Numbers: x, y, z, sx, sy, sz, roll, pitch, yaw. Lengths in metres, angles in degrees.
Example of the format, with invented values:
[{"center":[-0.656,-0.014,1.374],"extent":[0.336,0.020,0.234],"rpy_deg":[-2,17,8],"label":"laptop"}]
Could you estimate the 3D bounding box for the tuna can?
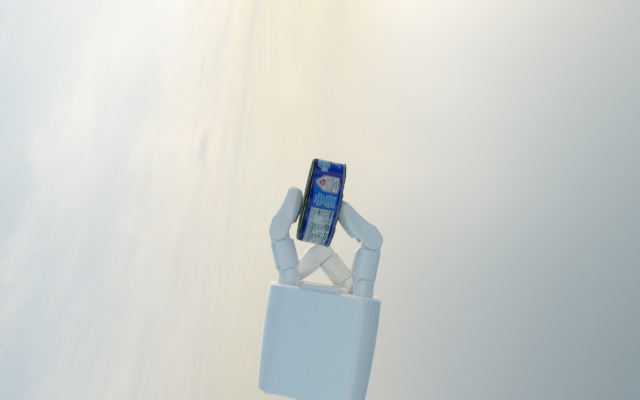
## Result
[{"center":[0.000,0.001,0.478],"extent":[0.034,0.086,0.086],"rpy_deg":[12,-1,-4],"label":"tuna can"}]
